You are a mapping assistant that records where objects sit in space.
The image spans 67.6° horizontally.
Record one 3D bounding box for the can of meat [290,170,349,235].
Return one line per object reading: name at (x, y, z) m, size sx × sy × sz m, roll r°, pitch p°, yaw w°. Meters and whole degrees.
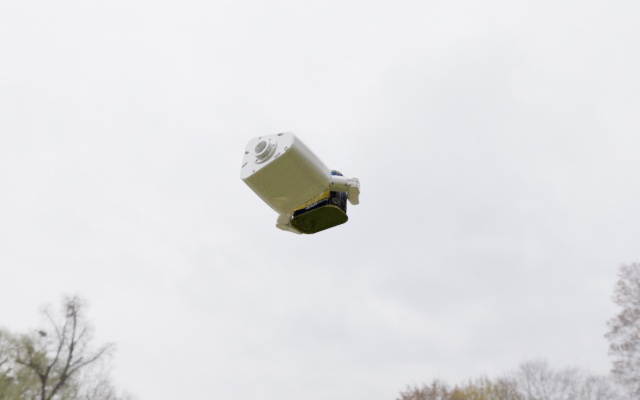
can of meat at (0.000, 0.003, 0.846) m, size 0.102 × 0.084 × 0.057 m, roll -21°, pitch -43°, yaw 31°
